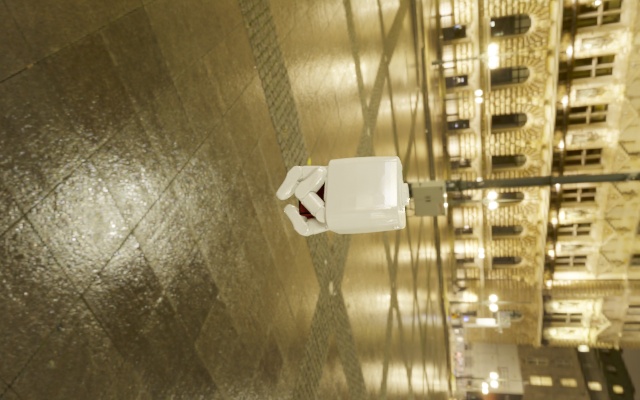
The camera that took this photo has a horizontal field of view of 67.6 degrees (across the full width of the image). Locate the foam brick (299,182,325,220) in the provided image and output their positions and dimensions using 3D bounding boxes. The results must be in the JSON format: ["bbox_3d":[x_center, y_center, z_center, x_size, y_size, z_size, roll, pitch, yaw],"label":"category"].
[{"bbox_3d":[0.000,0.003,0.779,0.051,0.053,0.078,-5,-11,15],"label":"foam brick"}]
